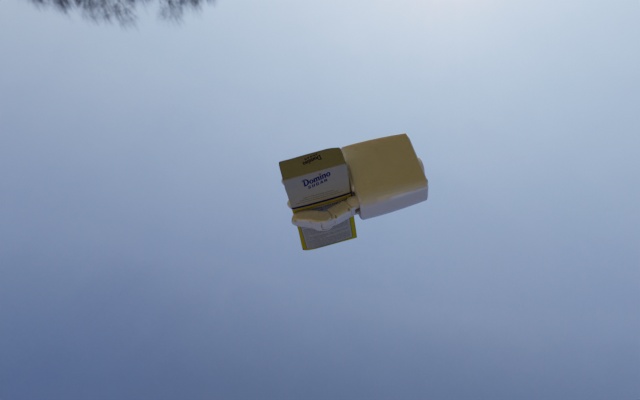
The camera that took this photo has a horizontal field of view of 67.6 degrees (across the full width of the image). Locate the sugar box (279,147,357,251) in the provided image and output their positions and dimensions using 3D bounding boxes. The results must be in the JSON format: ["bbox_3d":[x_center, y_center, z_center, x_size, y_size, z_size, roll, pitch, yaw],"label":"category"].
[{"bbox_3d":[0.000,0.002,0.728,0.093,0.048,0.176,-15,-43,-3],"label":"sugar box"}]
